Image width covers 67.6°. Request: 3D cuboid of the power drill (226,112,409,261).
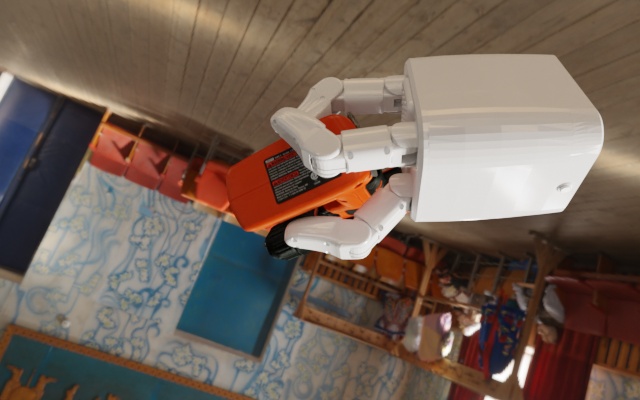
[{"bbox_3d":[0.000,0.001,0.413,0.184,0.057,0.188,-27,-17,16],"label":"power drill"}]
